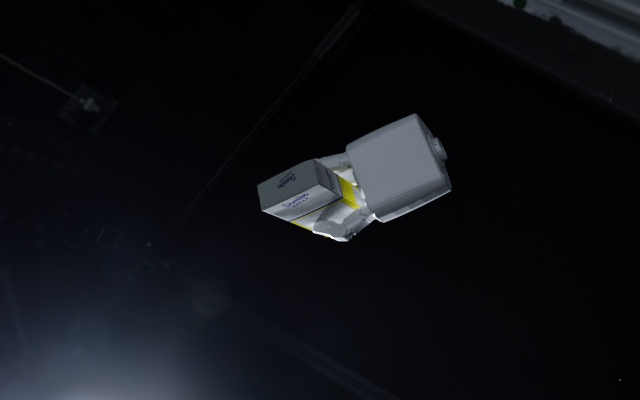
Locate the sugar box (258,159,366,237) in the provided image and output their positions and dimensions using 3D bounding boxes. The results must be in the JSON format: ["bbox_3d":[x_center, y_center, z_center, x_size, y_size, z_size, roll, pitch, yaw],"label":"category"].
[{"bbox_3d":[0.000,0.002,0.682,0.093,0.048,0.176,-24,-29,22],"label":"sugar box"}]
